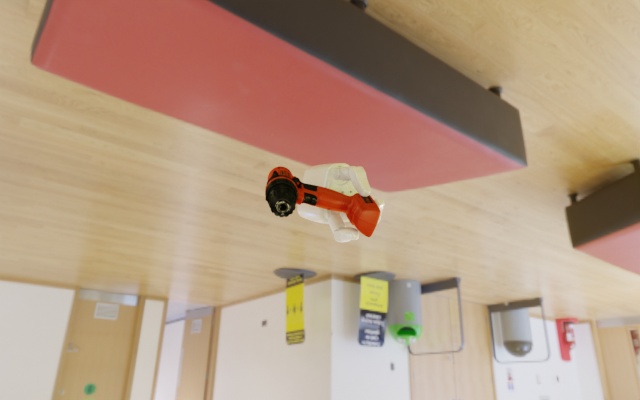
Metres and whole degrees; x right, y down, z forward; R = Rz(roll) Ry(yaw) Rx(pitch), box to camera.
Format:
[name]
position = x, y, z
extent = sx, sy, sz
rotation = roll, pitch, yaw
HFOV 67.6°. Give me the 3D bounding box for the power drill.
[power drill]
position = 0.001, 0.003, 0.785
extent = 0.187, 0.057, 0.184
rotation = 18, 16, -12
